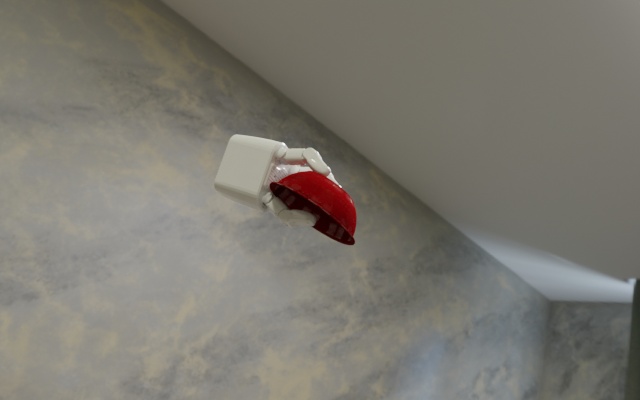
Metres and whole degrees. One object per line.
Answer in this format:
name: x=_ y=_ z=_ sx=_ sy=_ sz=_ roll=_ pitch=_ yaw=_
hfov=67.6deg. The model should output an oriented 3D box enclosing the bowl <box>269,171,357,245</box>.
bowl: x=0.001 y=0.003 z=0.750 sx=0.162 sy=0.055 sz=0.162 roll=34 pitch=-13 yaw=9
